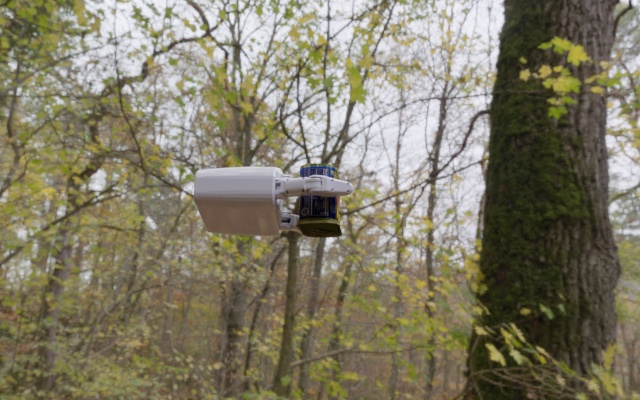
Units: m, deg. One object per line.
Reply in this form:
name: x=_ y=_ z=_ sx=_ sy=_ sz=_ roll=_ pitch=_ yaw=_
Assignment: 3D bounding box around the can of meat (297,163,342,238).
can of meat: x=0.000 y=0.002 z=0.674 sx=0.057 sy=0.084 sz=0.102 roll=-1 pitch=-15 yaw=6
